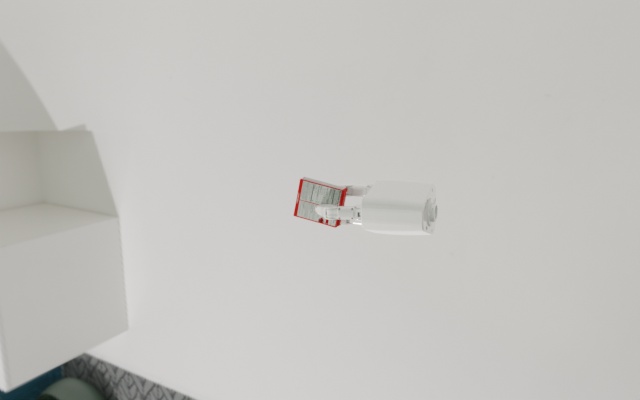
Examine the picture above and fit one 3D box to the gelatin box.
[{"bbox_3d":[0.000,0.003,0.881,0.089,0.073,0.030,15,15,16],"label":"gelatin box"}]
